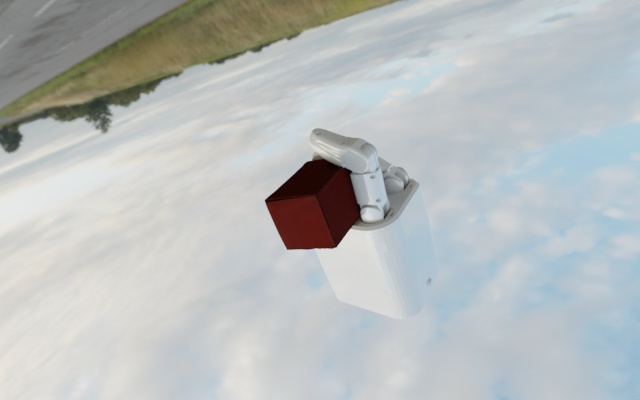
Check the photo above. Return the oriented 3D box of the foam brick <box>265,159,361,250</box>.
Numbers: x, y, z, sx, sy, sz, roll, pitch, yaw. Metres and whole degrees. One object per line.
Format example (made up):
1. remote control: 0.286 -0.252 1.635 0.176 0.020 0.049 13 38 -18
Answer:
1. foam brick: 0.000 0.001 0.414 0.053 0.051 0.078 -5 26 33
